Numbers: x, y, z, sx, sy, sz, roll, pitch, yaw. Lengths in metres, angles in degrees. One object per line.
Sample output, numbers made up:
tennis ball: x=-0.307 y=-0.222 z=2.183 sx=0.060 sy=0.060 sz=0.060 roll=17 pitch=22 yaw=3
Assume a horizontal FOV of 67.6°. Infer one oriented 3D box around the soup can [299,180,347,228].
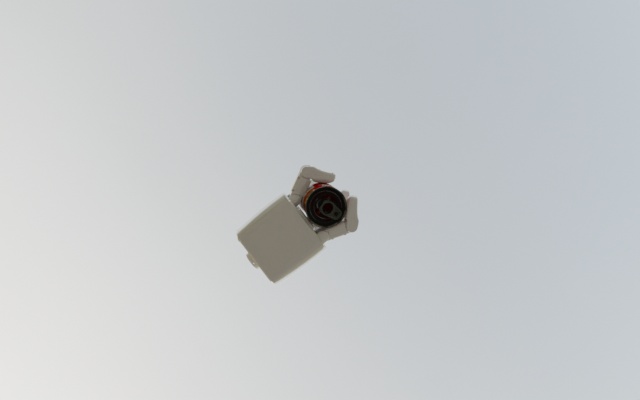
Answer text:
soup can: x=0.000 y=0.002 z=0.803 sx=0.068 sy=0.068 sz=0.102 roll=0 pitch=10 yaw=-11
